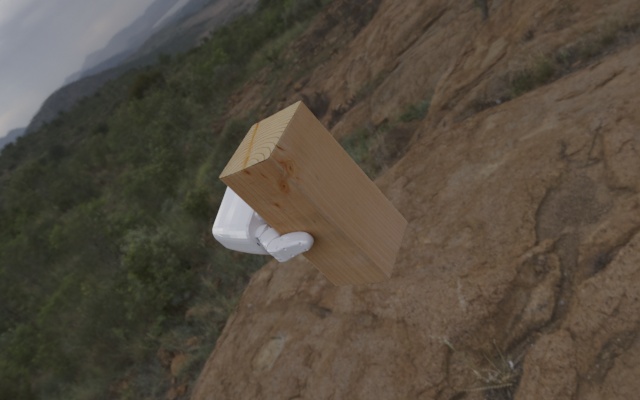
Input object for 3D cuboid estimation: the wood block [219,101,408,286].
[{"bbox_3d":[0.000,0.002,0.550,0.090,0.090,0.206,-16,-51,44],"label":"wood block"}]
